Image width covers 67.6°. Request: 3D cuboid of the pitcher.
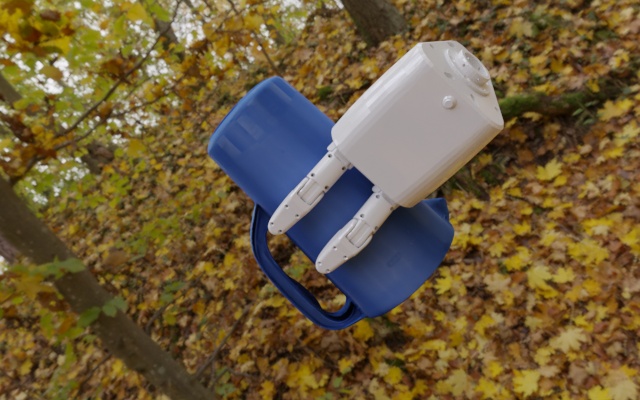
[{"bbox_3d":[0.000,0.001,0.487,0.145,0.243,0.149,-43,6,36],"label":"pitcher"}]
